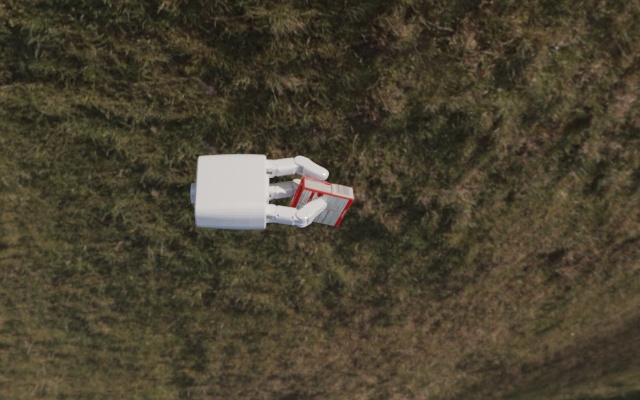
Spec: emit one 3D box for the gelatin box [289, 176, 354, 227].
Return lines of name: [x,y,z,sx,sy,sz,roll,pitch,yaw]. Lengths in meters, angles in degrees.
gelatin box: [0.000,0.003,0.781,0.089,0.030,0.073,13,-45,-15]
